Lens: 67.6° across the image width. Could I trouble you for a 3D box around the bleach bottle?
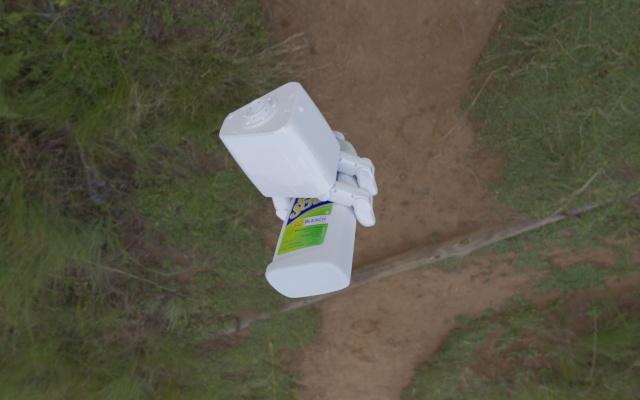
[{"bbox_3d":[0.000,0.002,0.645,0.102,0.250,0.068,-15,-45,25],"label":"bleach bottle"}]
